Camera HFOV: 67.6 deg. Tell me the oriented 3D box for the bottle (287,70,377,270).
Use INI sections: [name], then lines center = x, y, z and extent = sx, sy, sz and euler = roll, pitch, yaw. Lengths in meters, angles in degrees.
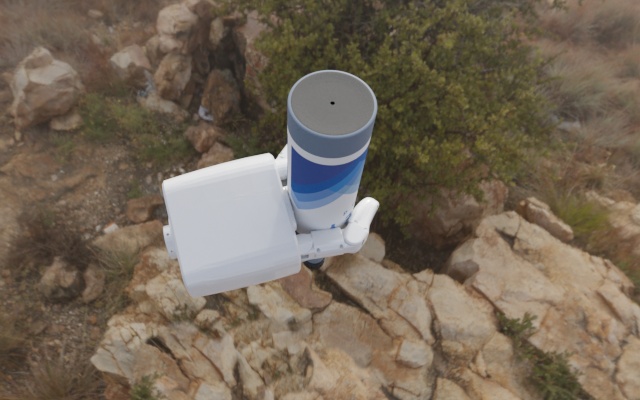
[bottle]
center = 0.000, 0.001, 0.477
extent = 0.069, 0.069, 0.296
euler = 0, -30, -4
